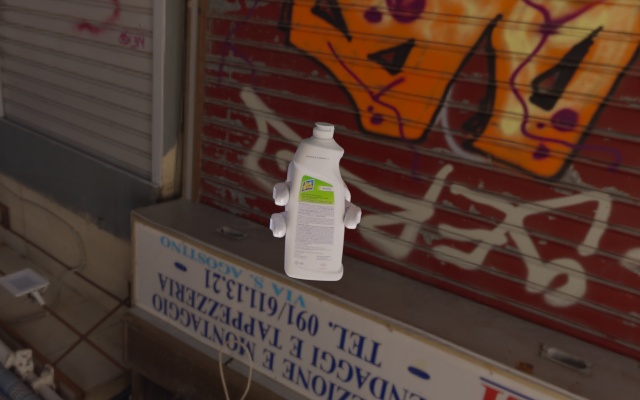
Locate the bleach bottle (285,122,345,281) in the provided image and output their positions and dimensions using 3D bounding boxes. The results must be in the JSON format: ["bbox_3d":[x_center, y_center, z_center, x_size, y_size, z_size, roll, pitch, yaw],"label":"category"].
[{"bbox_3d":[0.000,0.003,0.766,0.102,0.251,0.068,5,20,-7],"label":"bleach bottle"}]
